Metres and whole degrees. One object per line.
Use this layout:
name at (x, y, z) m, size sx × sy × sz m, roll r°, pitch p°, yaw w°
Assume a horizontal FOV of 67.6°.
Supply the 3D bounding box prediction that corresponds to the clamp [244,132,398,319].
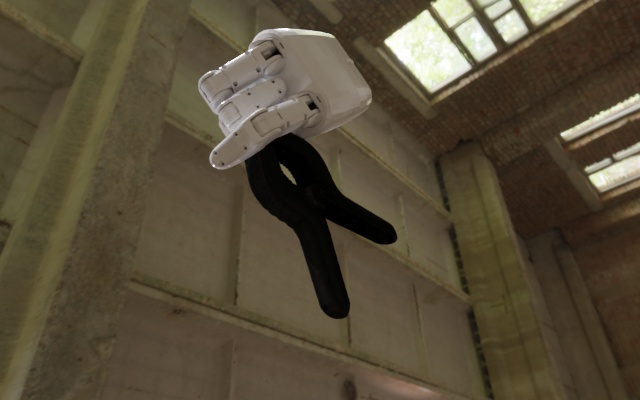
clamp at (0.000, 0.001, 0.409) m, size 0.039 × 0.171 × 0.120 m, roll -30°, pitch 2°, yaw 36°
